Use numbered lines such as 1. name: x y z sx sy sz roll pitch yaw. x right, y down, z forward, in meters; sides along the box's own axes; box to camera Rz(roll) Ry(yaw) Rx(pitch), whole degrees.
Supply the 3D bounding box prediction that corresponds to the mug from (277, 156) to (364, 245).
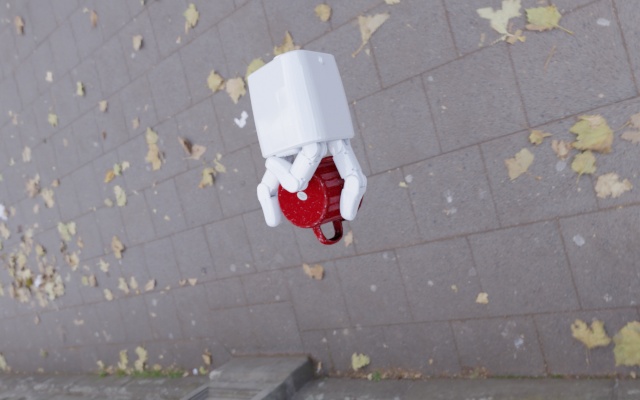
1. mug: 0.000 0.004 0.633 0.093 0.117 0.081 -11 3 36
